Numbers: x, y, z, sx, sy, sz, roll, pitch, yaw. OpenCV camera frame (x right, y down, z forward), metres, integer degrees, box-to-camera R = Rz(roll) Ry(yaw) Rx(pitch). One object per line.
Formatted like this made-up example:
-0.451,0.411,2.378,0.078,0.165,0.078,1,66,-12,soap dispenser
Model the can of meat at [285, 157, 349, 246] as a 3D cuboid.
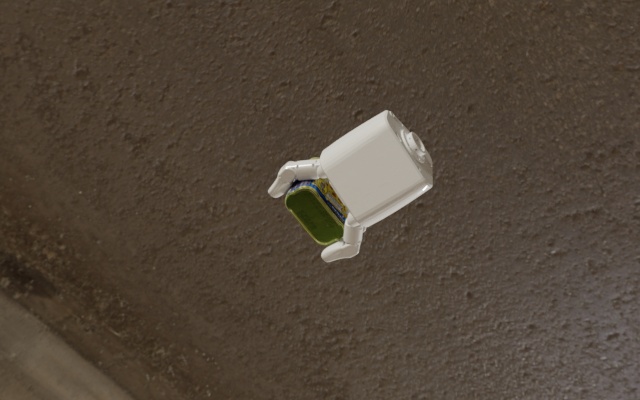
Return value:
0.000,0.002,0.684,0.057,0.102,0.084,-29,21,26,can of meat
